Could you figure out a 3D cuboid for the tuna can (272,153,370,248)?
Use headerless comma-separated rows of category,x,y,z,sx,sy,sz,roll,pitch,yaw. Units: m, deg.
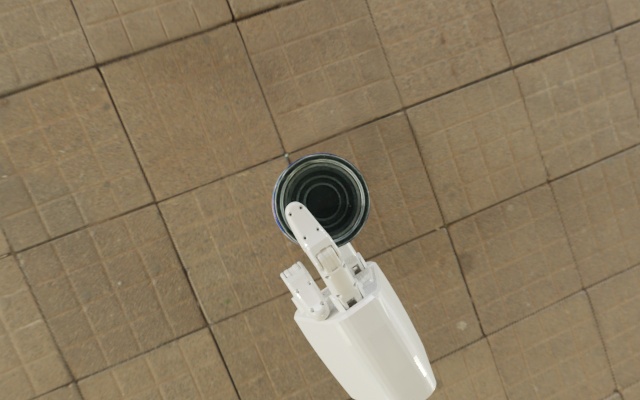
tuna can,0.000,0.001,0.423,0.086,0.086,0.034,0,-1,-7
